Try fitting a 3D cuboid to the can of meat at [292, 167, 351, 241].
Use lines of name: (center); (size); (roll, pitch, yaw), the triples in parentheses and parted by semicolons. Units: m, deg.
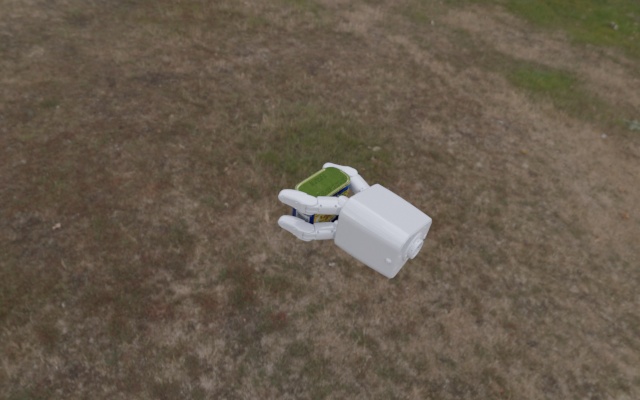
can of meat: (0.000, 0.002, 0.776); (0.057, 0.084, 0.102); (37, 51, 25)
